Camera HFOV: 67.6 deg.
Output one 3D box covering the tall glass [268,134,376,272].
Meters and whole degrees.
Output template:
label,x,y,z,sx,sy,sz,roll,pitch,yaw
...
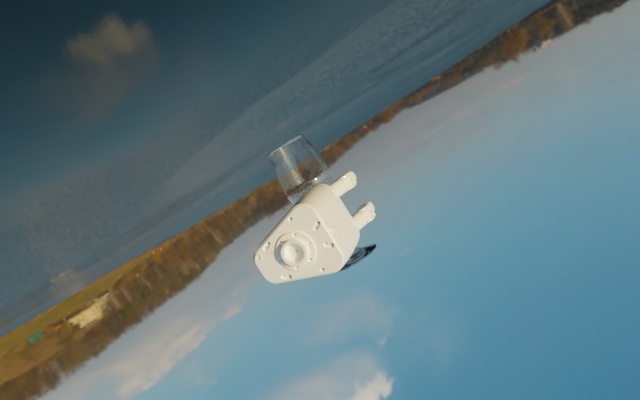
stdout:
label,x,y,z,sx,sy,sz,roll,pitch,yaw
tall glass,0.000,0.003,0.711,0.079,0.201,0.079,-32,5,3
